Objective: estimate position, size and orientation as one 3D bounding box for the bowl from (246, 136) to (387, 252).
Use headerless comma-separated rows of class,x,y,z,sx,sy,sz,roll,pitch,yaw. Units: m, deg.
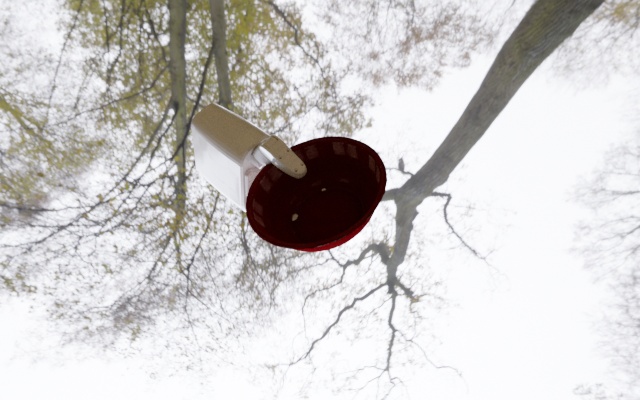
bowl,0.001,0.003,0.540,0.162,0.162,0.055,0,-40,22
